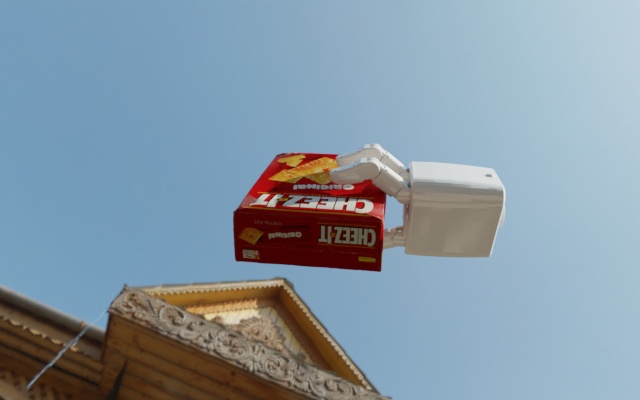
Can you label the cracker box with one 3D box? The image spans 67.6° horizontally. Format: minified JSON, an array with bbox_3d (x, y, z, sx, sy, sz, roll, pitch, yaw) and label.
[{"bbox_3d":[0.000,0.002,0.603,0.164,0.072,0.213,3,23,8],"label":"cracker box"}]
